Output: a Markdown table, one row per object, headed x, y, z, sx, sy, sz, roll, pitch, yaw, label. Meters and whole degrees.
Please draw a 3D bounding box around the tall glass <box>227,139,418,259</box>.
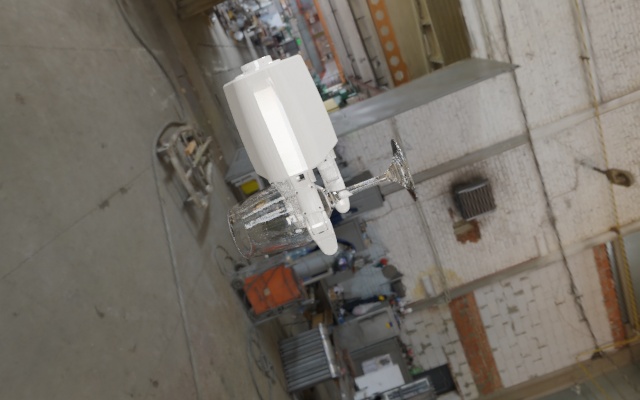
| x | y | z | sx | sy | sz | roll | pitch | yaw | label |
| --- | --- | --- | --- | --- | --- | --- | --- | --- | --- |
| 0.001 | 0.002 | 0.534 | 0.201 | 0.079 | 0.079 | -21 | -2 | 4 | tall glass |
